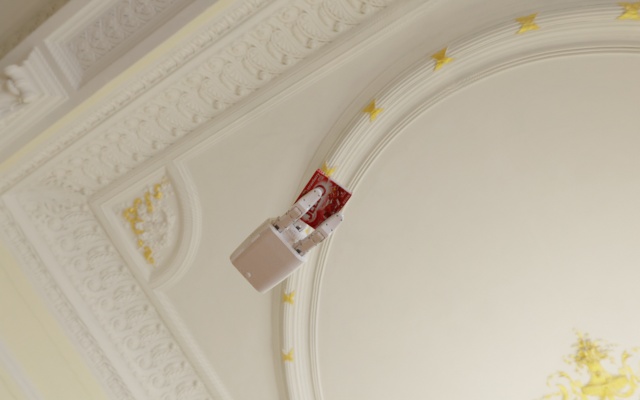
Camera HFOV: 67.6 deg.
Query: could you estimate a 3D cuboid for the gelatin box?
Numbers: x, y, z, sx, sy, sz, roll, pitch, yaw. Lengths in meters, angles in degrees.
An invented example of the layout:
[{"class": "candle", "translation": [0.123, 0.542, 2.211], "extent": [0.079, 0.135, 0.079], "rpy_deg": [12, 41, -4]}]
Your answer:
[{"class": "gelatin box", "translation": [0.000, 0.002, 0.809], "extent": [0.073, 0.089, 0.030], "rpy_deg": [35, 13, 0]}]
